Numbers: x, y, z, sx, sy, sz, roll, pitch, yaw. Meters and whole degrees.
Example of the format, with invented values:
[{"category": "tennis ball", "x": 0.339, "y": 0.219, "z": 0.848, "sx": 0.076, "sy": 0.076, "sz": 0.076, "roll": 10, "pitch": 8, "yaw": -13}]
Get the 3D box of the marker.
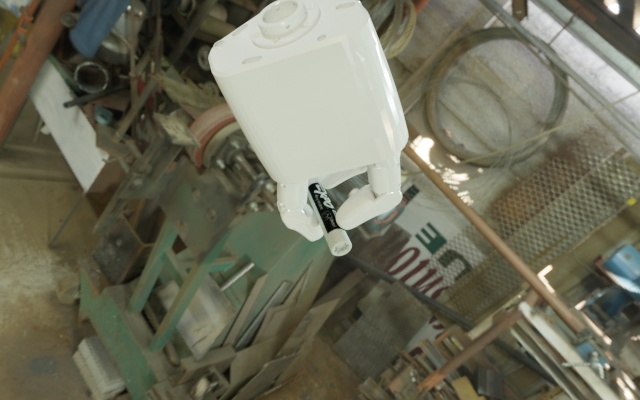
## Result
[{"category": "marker", "x": 0.000, "y": 0.001, "z": 0.447, "sx": 0.020, "sy": 0.020, "sz": 0.121, "roll": 0, "pitch": 41, "yaw": -23}]
